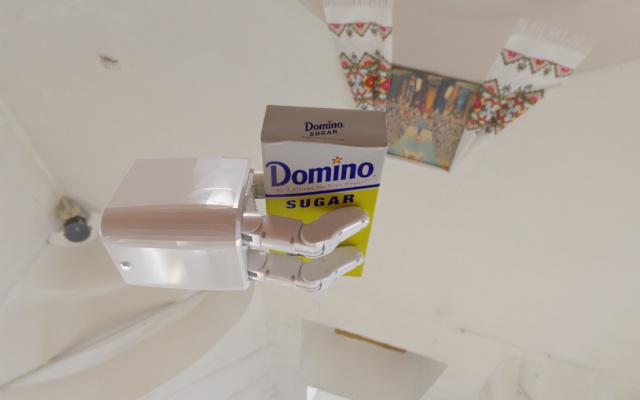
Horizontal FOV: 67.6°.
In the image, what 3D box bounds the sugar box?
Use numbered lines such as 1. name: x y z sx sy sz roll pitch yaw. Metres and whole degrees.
1. sugar box: 0.000 0.002 0.411 0.093 0.048 0.176 3 -38 0
